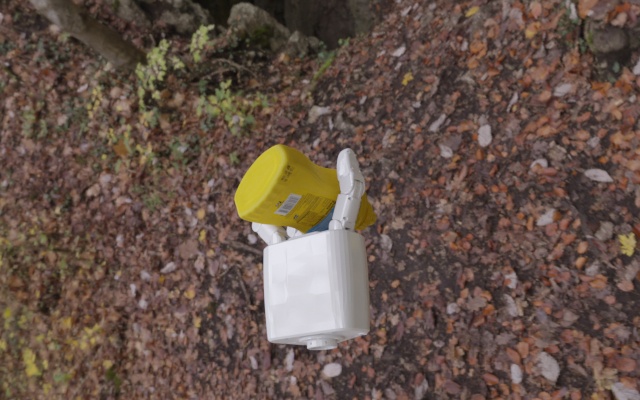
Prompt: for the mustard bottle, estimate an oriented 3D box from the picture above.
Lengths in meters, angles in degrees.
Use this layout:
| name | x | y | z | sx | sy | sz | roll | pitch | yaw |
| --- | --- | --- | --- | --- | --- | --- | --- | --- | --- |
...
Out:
| name | x | y | z | sx | sy | sz | roll | pitch | yaw |
| --- | --- | --- | --- | --- | --- | --- | --- | --- | --- |
| mustard bottle | 0.000 | 0.002 | 0.578 | 0.192 | 0.058 | 0.096 | 19 | -57 | -40 |
